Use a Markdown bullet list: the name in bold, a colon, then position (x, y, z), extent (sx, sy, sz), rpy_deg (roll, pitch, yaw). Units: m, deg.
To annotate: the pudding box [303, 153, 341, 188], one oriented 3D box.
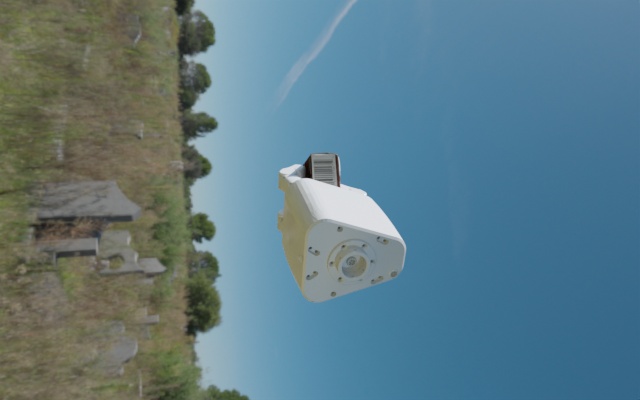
- **pudding box**: position (0.000, 0.002, 0.617), extent (0.039, 0.113, 0.090), rpy_deg (0, -6, -11)
